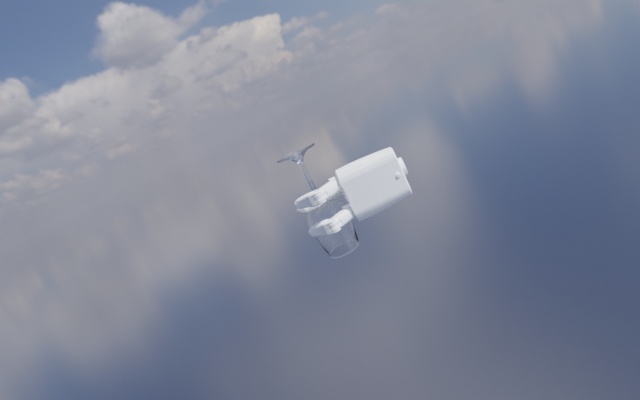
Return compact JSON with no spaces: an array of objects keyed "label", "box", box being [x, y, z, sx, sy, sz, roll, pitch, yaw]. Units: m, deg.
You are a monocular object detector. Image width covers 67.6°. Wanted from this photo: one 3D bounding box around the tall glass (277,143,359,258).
[{"label":"tall glass","box":[0.000,0.002,0.854,0.079,0.201,0.079,-25,12,6]}]
